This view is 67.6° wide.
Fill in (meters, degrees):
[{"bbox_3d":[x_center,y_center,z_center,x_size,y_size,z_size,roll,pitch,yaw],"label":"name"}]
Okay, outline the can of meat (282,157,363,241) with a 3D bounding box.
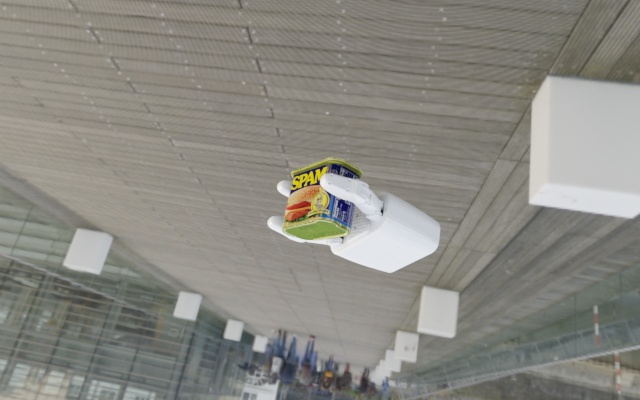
[{"bbox_3d":[0.000,0.002,0.609,0.057,0.084,0.102,27,-26,-35],"label":"can of meat"}]
